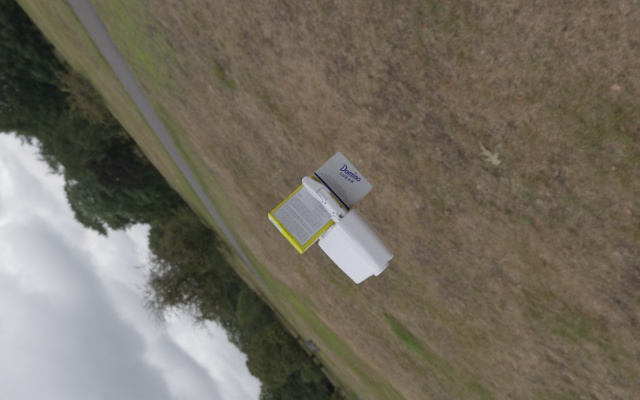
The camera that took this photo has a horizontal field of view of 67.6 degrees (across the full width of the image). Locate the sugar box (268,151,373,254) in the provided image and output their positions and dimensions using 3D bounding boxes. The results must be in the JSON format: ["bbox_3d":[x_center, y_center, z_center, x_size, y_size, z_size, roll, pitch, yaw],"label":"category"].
[{"bbox_3d":[0.000,0.003,0.865,0.176,0.093,0.048,-41,-5,-13],"label":"sugar box"}]
